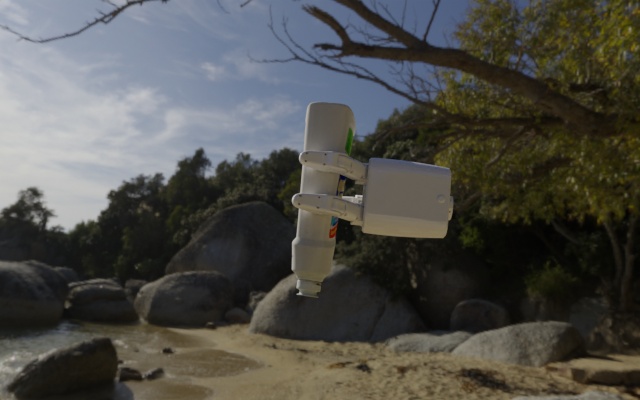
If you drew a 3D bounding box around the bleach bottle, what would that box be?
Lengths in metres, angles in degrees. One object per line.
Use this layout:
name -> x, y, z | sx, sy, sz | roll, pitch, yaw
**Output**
bleach bottle -> 0.000, 0.002, 0.641 | 0.068, 0.250, 0.102 | 6, -12, 8
